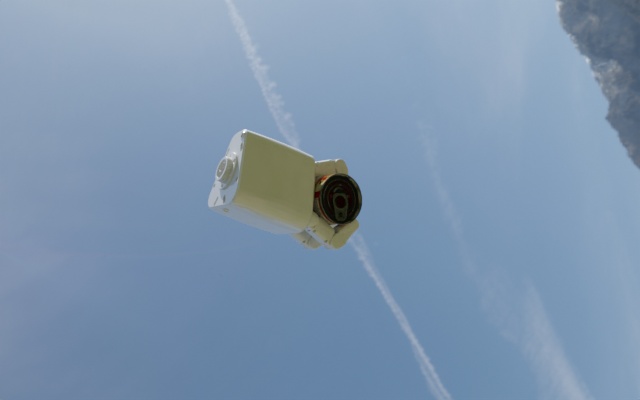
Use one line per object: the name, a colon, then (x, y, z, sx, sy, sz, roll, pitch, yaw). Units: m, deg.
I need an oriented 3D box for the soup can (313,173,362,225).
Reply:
soup can: (0.000, 0.002, 0.666, 0.068, 0.068, 0.102, 0, -5, -34)
